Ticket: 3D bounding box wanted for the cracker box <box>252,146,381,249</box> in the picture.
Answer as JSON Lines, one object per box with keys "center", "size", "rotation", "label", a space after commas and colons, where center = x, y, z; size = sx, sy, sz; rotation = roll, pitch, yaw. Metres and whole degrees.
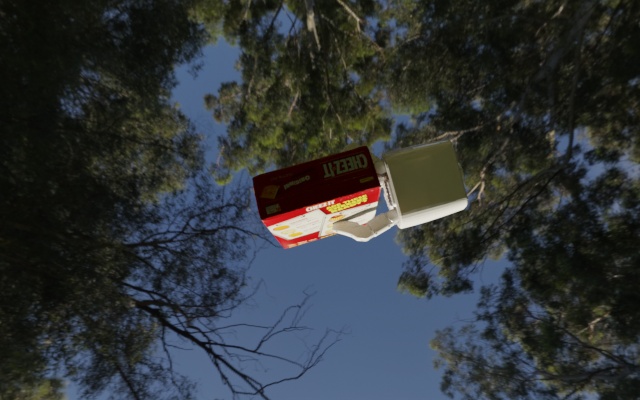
{"center": [0.000, 0.003, 0.725], "size": [0.164, 0.072, 0.214], "rotation": [-16, -16, -1], "label": "cracker box"}
